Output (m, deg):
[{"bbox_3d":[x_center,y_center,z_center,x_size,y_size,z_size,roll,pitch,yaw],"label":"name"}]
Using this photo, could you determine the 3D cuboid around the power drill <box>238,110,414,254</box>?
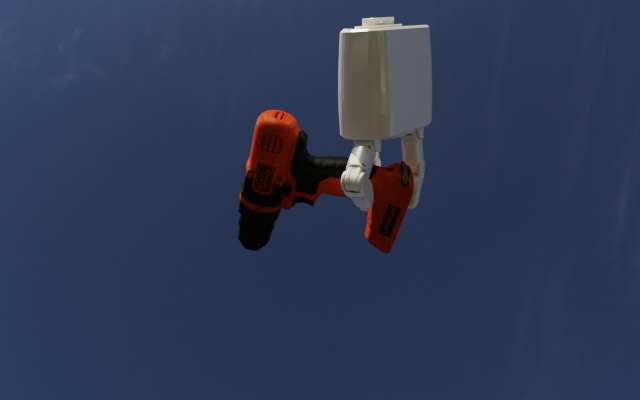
[{"bbox_3d":[0.001,0.002,0.552,0.187,0.184,0.057,14,35,-3],"label":"power drill"}]
